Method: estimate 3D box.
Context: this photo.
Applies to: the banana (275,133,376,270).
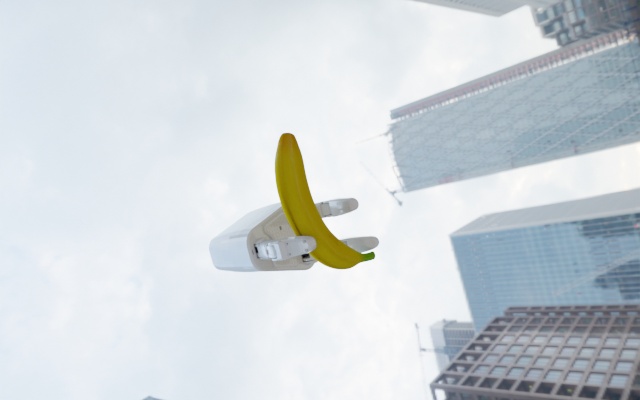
[{"bbox_3d":[-0.009,0.016,0.571,0.037,0.198,0.069,-9,31,50],"label":"banana"}]
